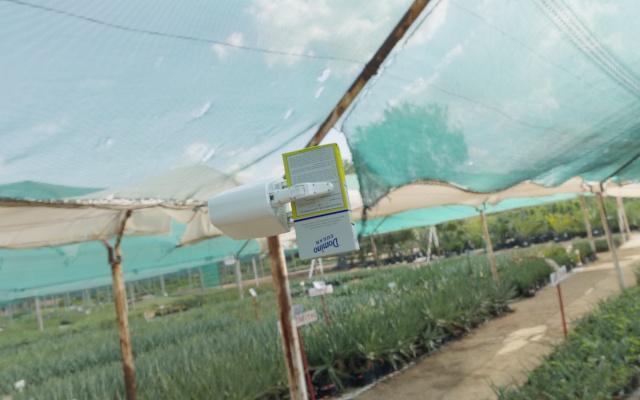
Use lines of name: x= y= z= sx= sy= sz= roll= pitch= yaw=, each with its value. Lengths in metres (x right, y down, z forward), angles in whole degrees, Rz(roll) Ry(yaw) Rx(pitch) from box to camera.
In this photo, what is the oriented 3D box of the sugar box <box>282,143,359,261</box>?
sugar box: x=0.000 y=0.002 z=0.765 sx=0.093 sy=0.176 sz=0.048 roll=-11 pitch=-7 yaw=11
